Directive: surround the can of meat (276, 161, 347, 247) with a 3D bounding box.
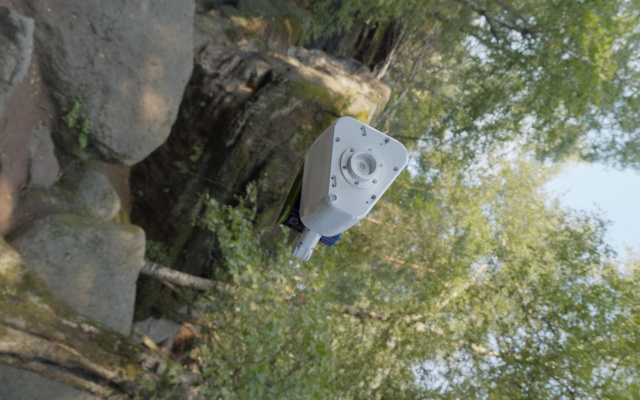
[{"bbox_3d":[0.000,0.002,0.643,0.084,0.102,0.057,26,-21,-9],"label":"can of meat"}]
